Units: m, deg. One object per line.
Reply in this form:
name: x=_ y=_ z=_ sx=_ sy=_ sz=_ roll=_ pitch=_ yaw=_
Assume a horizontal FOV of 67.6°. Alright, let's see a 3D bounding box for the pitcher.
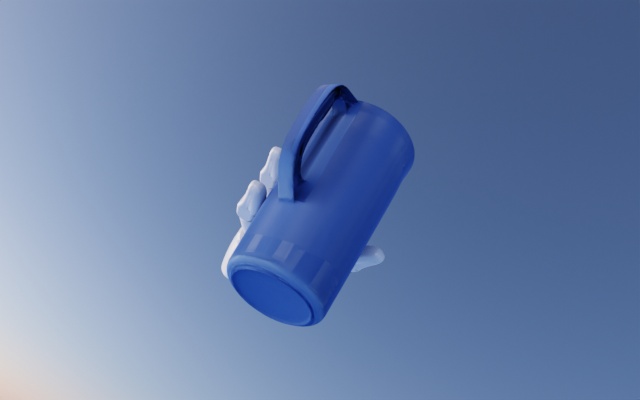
pitcher: x=0.000 y=0.002 z=0.518 sx=0.149 sy=0.242 sz=0.145 roll=36 pitch=-36 yaw=-6
